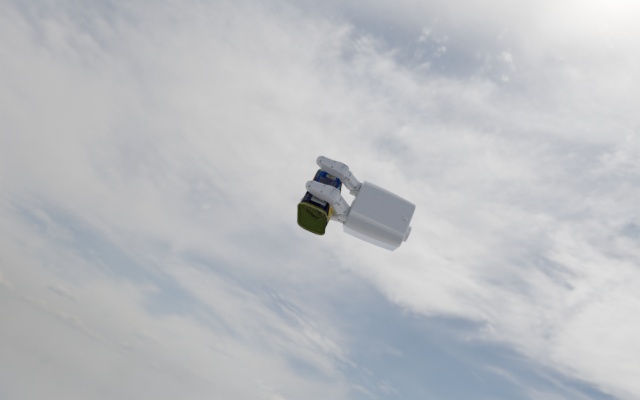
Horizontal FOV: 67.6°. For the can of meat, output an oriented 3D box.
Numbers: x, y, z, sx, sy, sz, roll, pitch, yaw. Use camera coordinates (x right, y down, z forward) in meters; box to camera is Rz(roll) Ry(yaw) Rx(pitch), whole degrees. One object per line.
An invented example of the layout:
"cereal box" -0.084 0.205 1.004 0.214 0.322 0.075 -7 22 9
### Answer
"can of meat" 0.000 0.003 0.876 0.057 0.084 0.102 22 -27 9
